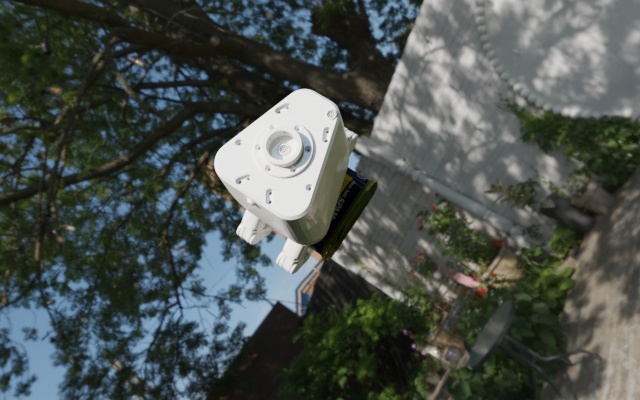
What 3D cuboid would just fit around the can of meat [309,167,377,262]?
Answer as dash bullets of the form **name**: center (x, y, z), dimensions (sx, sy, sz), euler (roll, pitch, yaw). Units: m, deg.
- **can of meat**: center (0.000, 0.001, 0.527), dimensions (0.084, 0.102, 0.057), euler (33, -5, 12)
